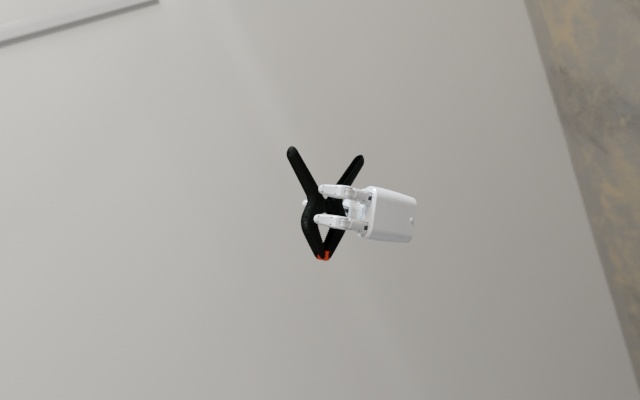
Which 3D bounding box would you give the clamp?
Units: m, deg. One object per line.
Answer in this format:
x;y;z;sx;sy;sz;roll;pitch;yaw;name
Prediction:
0.000;0.003;0.874;0.164;0.210;0.036;11;-6;-31;clamp
